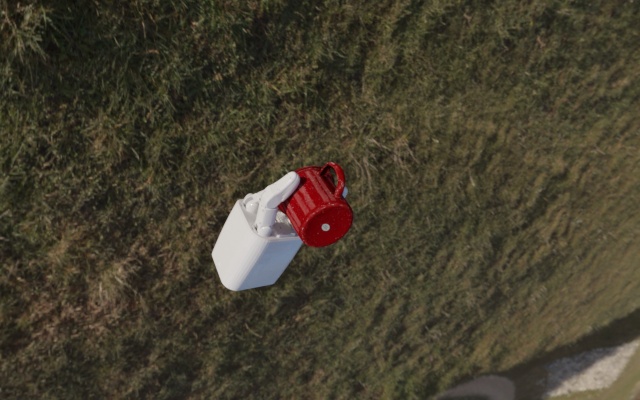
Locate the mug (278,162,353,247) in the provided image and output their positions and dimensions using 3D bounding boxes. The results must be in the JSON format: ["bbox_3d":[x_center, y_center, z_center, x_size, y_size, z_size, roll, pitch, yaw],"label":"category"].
[{"bbox_3d":[0.001,0.001,0.666,0.093,0.117,0.081,13,30,-37],"label":"mug"}]
